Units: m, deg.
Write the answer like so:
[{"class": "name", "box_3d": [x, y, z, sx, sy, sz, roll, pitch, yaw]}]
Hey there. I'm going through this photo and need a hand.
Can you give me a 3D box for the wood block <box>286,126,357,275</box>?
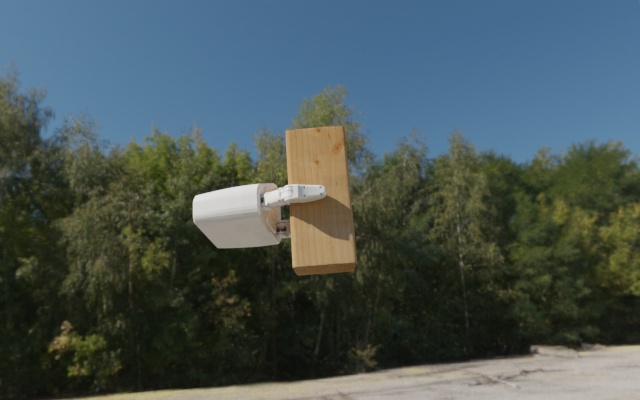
[{"class": "wood block", "box_3d": [0.000, 0.002, 0.721, 0.090, 0.206, 0.091, -4, -15, 0]}]
